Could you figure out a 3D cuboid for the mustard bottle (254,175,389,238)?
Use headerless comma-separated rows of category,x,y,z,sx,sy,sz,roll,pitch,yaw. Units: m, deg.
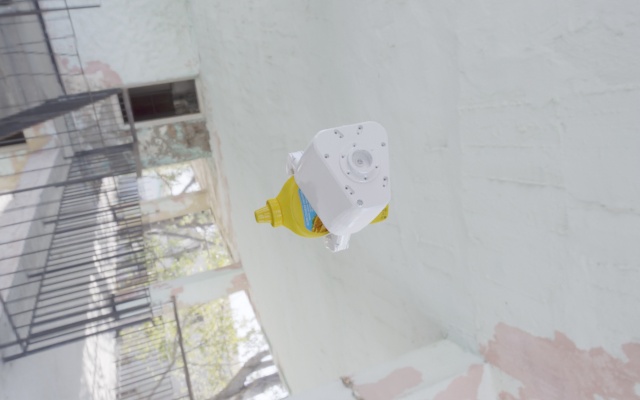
mustard bottle,0.000,0.002,0.686,0.191,0.096,0.058,-13,10,-17
